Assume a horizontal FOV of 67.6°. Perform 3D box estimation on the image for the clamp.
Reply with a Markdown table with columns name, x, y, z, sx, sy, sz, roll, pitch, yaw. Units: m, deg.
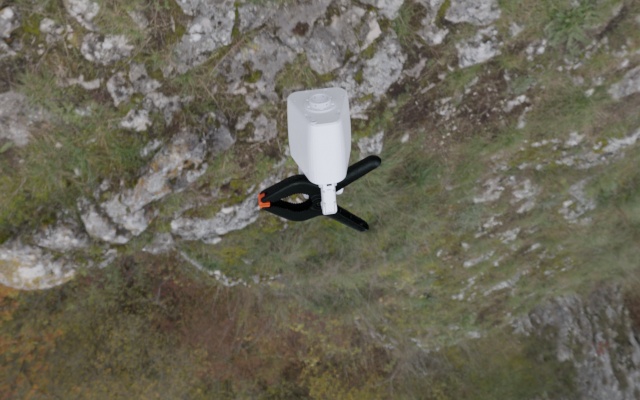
| name | x | y | z | sx | sy | sz | roll | pitch | yaw |
| --- | --- | --- | --- | --- | --- | --- | --- | --- | --- |
| clamp | 0.000 | 0.003 | 0.827 | 0.210 | 0.165 | 0.036 | -8 | 40 | -5 |
